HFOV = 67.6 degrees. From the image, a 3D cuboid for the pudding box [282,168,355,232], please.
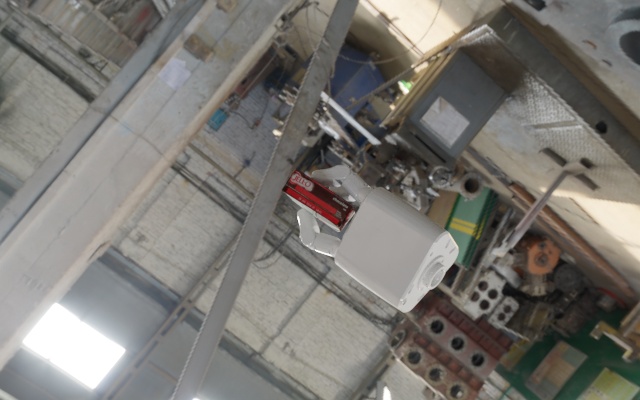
[{"bbox_3d":[0.000,0.002,0.644,0.090,0.039,0.113,34,-4,6],"label":"pudding box"}]
